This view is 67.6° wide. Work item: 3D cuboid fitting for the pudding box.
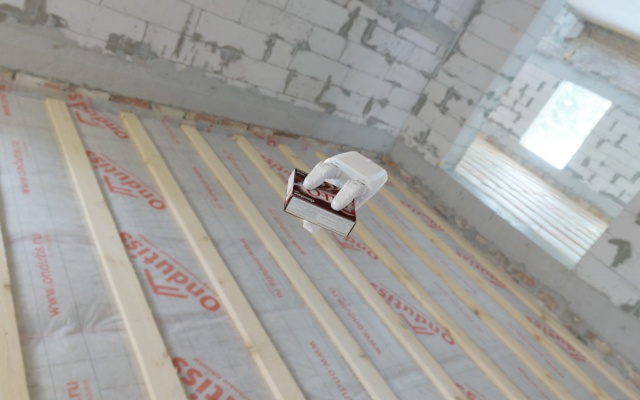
[{"bbox_3d":[0.000,0.003,0.759,0.113,0.039,0.090,21,27,-12],"label":"pudding box"}]
